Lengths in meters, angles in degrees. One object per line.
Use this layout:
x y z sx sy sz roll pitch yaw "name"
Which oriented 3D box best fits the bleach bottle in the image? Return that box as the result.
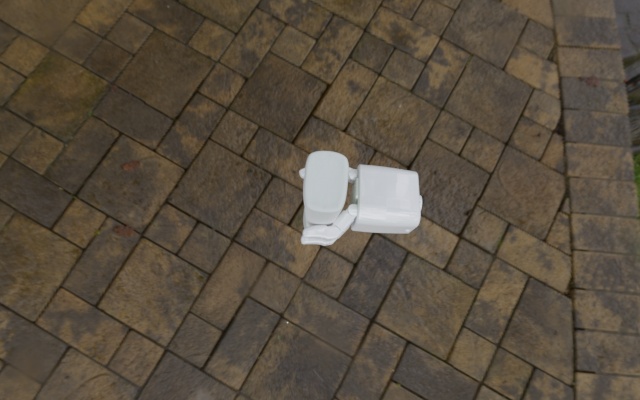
0.000 0.003 0.842 0.068 0.102 0.251 6 -15 -2 "bleach bottle"
